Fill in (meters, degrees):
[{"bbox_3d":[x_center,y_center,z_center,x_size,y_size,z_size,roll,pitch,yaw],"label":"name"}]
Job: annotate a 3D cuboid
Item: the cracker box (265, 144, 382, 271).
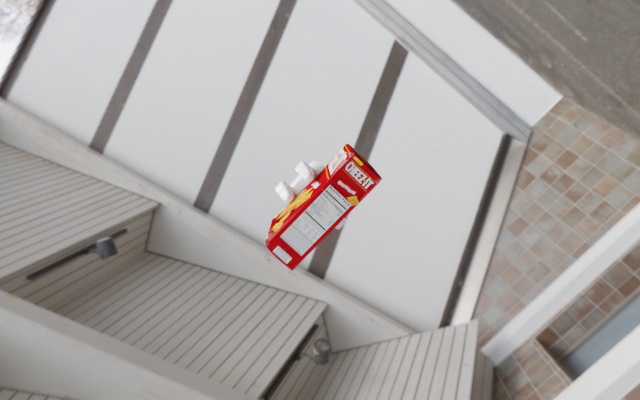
[{"bbox_3d":[0.000,0.003,0.840,0.072,0.214,0.164,42,8,-9],"label":"cracker box"}]
